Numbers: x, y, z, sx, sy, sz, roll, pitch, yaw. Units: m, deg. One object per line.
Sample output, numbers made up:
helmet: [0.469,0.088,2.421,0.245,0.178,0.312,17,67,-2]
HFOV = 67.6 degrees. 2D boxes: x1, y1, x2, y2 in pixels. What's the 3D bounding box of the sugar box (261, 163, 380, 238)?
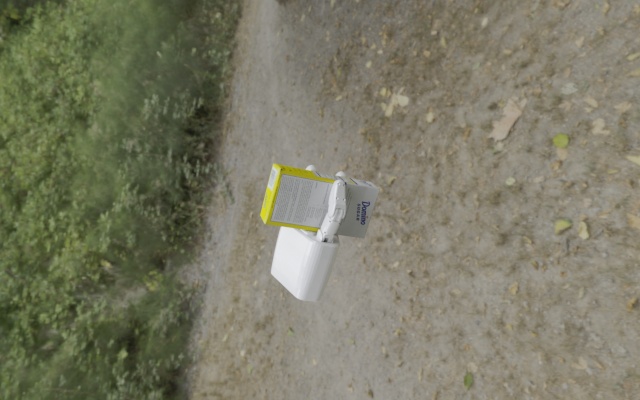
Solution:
sugar box: [0.000,0.002,0.777,0.176,0.093,0.048,10,17,-24]
